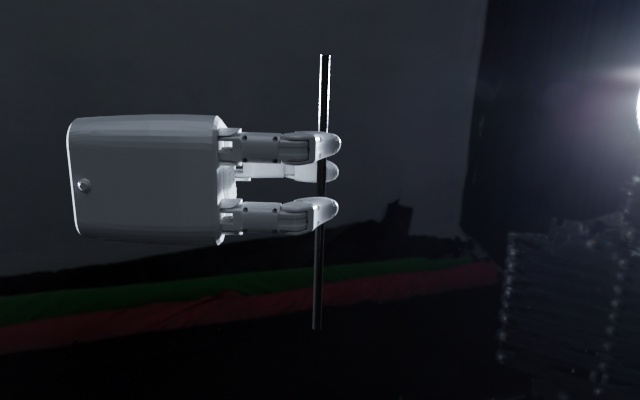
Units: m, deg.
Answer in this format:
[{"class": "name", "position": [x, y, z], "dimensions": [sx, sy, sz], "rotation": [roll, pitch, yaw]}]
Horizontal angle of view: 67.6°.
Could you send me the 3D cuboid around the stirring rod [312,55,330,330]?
[{"class": "stirring rod", "position": [0.000, 0.001, 0.409], "dimensions": [0.011, 0.239, 0.011], "rotation": [2, 15, 0]}]
